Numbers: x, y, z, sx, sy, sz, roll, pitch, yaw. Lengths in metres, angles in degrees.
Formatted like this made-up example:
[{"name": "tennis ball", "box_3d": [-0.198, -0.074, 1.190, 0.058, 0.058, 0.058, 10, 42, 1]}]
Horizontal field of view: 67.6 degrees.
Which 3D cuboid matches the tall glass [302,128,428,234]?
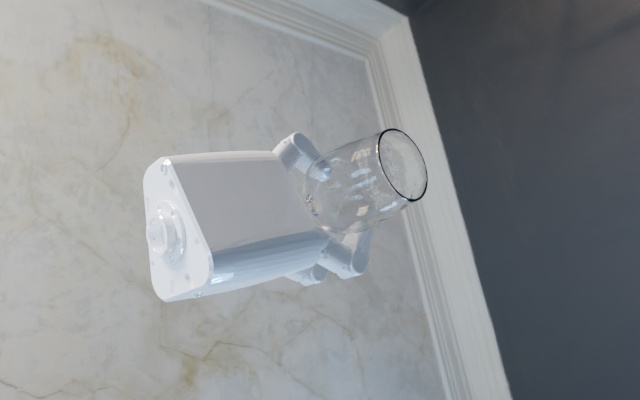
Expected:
[{"name": "tall glass", "box_3d": [0.000, 0.002, 0.445, 0.079, 0.079, 0.201, 0, -18, -45]}]
